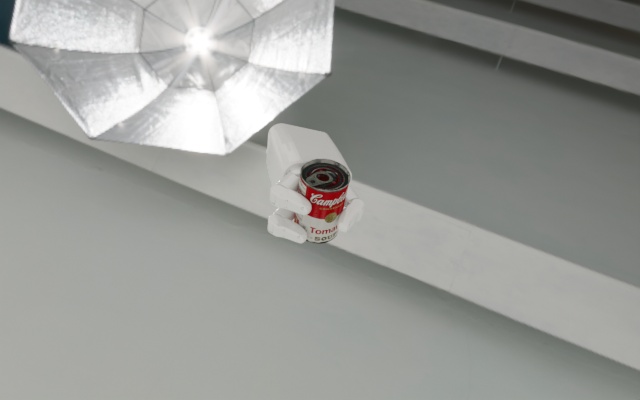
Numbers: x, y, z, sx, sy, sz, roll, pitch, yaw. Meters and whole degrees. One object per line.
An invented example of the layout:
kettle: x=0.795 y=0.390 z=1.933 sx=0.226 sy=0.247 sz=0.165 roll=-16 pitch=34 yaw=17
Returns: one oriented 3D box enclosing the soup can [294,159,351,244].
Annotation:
soup can: x=0.000 y=0.003 z=0.667 sx=0.068 sy=0.102 sz=0.068 roll=6 pitch=42 yaw=-5
